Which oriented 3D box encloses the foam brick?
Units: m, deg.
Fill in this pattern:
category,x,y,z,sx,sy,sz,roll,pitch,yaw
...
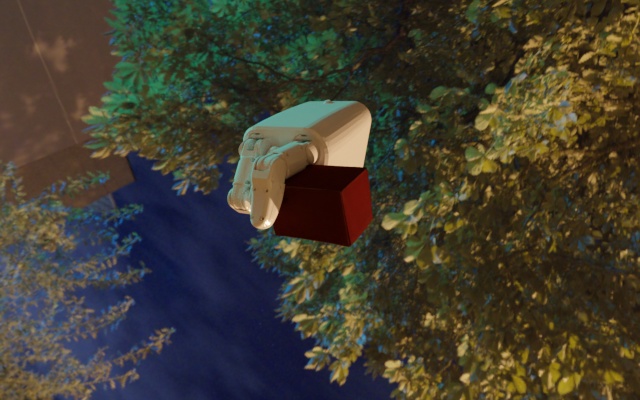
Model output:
category,x,y,z,sx,sy,sz,roll,pitch,yaw
foam brick,0.000,0.002,0.418,0.078,0.053,0.051,7,29,31
